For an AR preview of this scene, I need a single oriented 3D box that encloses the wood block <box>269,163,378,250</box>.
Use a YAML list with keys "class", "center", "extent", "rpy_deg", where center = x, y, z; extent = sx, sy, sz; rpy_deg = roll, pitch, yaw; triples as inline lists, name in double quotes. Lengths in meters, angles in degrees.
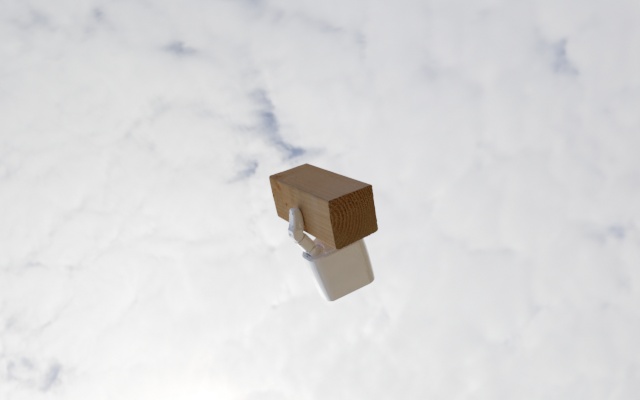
- class: "wood block"
  center: [0.000, 0.003, 0.858]
  extent: [0.091, 0.090, 0.206]
  rpy_deg: [-22, 25, -27]
